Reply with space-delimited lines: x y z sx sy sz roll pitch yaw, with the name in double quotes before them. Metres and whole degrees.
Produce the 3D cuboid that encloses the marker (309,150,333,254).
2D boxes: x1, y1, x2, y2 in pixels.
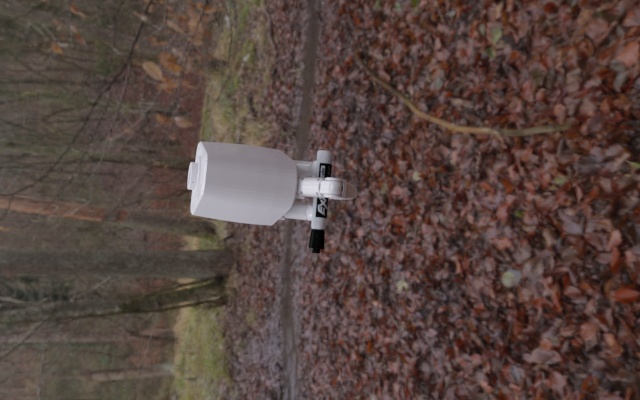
"marker" 0.000 0.002 0.564 0.020 0.121 0.020 5 -3 0
